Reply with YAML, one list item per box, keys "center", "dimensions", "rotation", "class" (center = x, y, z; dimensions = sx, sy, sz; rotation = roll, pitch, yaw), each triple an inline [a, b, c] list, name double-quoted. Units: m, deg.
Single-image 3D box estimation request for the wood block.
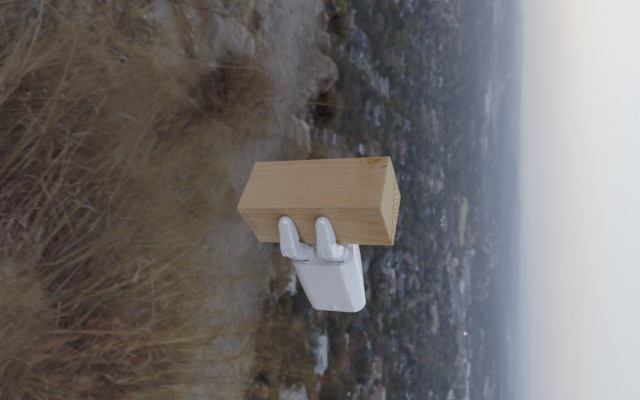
- center: [0.000, 0.002, 0.684]
  dimensions: [0.206, 0.090, 0.090]
  rotation: [-1, -38, 22]
  class: "wood block"
